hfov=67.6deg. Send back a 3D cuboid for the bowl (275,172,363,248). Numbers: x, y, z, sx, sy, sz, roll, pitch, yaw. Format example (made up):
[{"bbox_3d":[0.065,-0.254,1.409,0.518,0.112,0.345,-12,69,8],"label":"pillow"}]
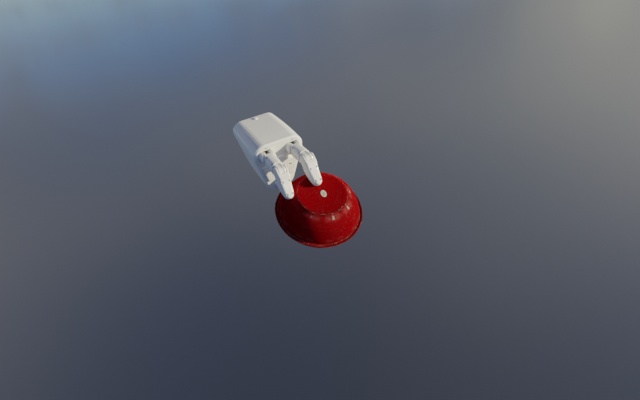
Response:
[{"bbox_3d":[0.001,0.003,0.855,0.162,0.162,0.055,0,-36,-8],"label":"bowl"}]
